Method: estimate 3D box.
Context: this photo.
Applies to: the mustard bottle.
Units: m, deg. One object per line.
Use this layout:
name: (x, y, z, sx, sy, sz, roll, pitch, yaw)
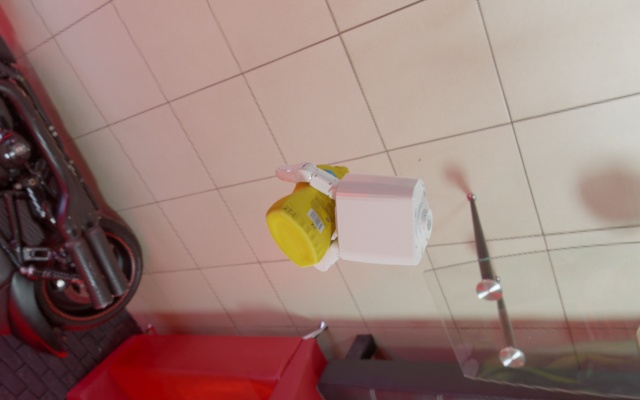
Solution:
mustard bottle: (0.000, 0.002, 0.691, 0.058, 0.096, 0.191, -22, 20, 38)
